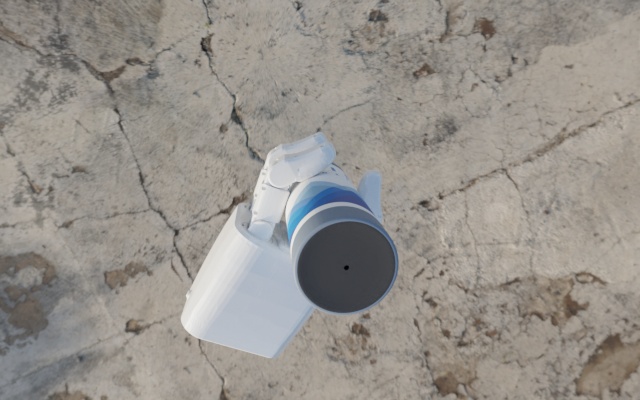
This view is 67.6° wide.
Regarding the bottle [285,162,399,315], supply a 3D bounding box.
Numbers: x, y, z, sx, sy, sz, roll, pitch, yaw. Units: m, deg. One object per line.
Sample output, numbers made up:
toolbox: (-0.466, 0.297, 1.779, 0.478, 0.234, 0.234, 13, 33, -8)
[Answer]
bottle: (0.000, 0.001, 0.436, 0.069, 0.069, 0.295, 0, 16, -7)
